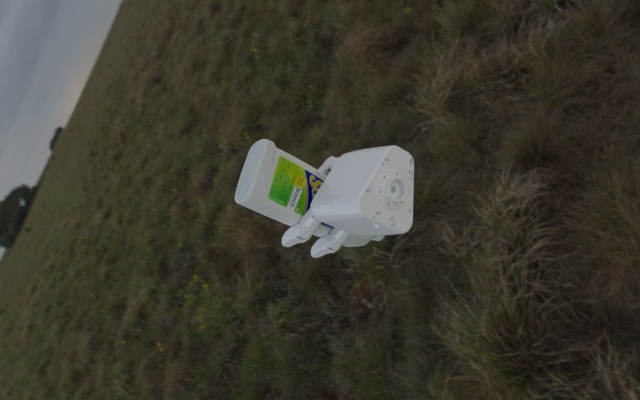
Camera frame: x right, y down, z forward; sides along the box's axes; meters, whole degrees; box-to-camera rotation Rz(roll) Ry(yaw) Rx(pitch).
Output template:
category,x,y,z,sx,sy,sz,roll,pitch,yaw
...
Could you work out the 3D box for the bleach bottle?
category,x,y,z,sx,sy,sz,roll,pitch,yaw
bleach bottle,0.000,0.002,0.734,0.251,0.102,0.068,23,-14,-28
